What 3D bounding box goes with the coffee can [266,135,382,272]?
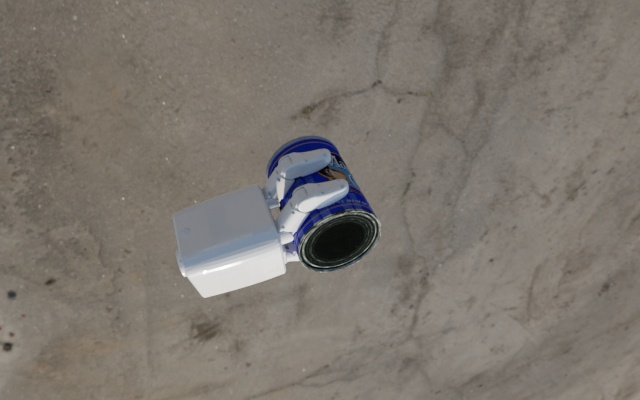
[{"bbox_3d":[0.000,0.002,0.589,0.103,0.103,0.140,0,42,-27],"label":"coffee can"}]
